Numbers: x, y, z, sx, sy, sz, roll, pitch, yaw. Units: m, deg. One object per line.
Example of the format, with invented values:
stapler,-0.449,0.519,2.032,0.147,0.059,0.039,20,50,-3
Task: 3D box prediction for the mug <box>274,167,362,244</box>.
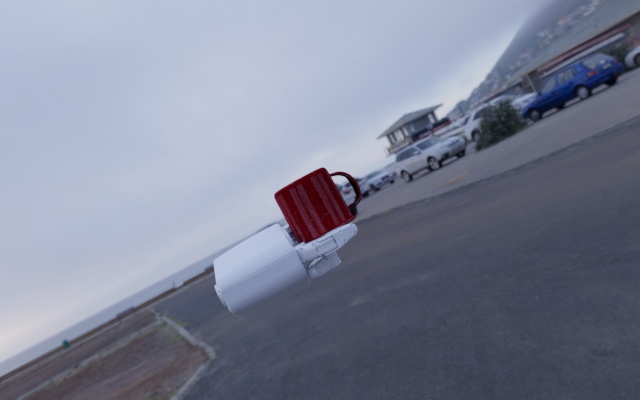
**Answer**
mug,0.001,0.001,0.648,0.117,0.081,0.093,-29,1,-9
